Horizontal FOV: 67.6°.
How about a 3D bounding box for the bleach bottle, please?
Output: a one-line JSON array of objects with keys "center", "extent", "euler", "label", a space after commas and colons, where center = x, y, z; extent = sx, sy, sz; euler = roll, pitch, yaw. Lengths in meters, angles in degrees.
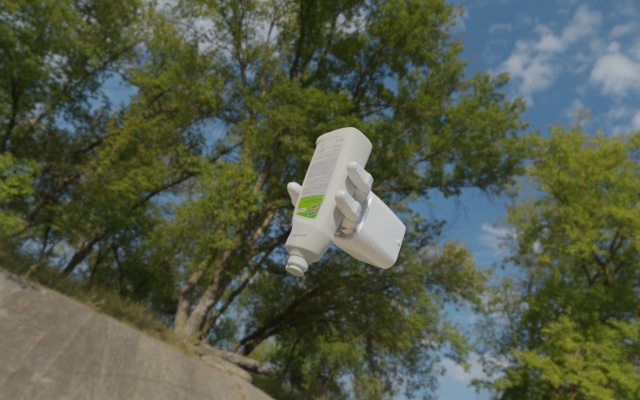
[{"center": [0.000, 0.002, 0.756], "extent": [0.068, 0.250, 0.102], "euler": [40, -32, -29], "label": "bleach bottle"}]
